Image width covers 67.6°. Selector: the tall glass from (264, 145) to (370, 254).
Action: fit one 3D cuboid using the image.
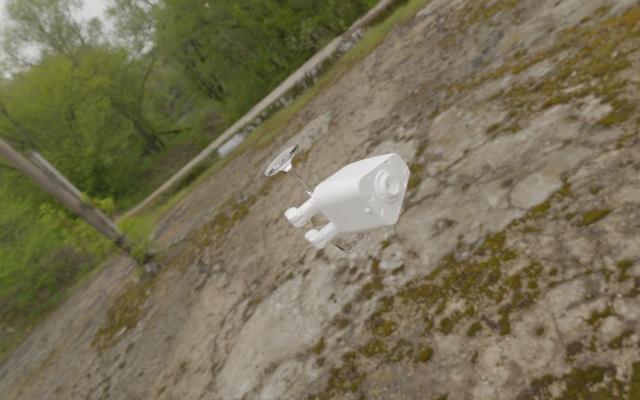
[{"bbox_3d":[0.000,0.002,0.811,0.201,0.079,0.079,47,-20,-20],"label":"tall glass"}]
